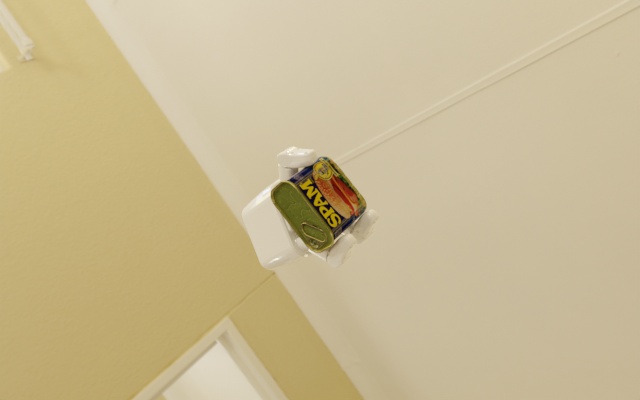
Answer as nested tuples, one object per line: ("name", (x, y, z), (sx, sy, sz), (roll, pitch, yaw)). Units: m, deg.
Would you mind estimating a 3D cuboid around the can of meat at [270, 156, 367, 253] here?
("can of meat", (0.000, 0.002, 0.620), (0.084, 0.102, 0.057), (-39, 2, -40))
